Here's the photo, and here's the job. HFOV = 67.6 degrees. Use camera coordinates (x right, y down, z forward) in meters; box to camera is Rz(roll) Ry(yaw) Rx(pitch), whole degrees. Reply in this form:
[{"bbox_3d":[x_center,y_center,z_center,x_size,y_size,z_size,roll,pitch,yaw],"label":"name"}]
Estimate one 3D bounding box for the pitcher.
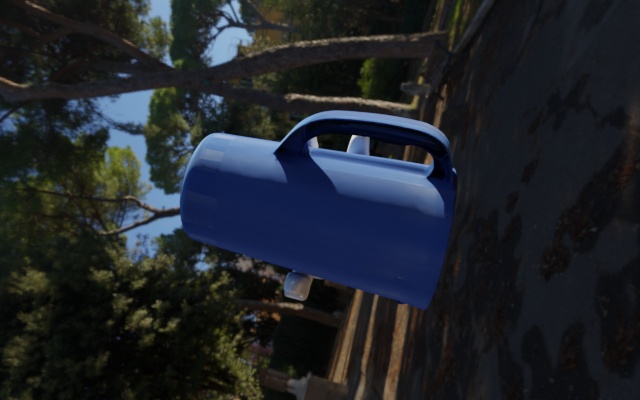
[{"bbox_3d":[0.000,0.002,0.451,0.243,0.149,0.145,13,-11,7],"label":"pitcher"}]
